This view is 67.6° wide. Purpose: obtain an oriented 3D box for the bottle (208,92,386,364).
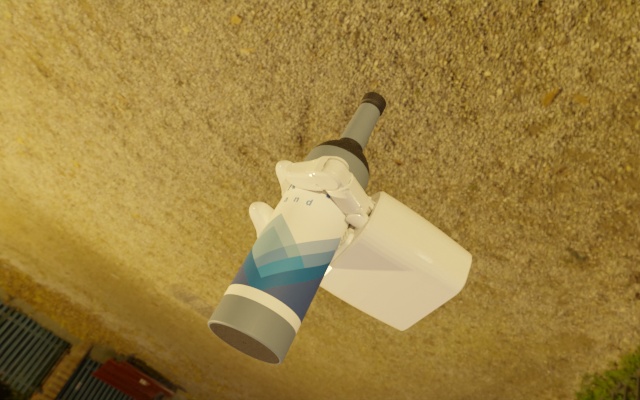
[{"bbox_3d":[0.000,0.002,0.449,0.069,0.295,0.069,20,-32,13],"label":"bottle"}]
